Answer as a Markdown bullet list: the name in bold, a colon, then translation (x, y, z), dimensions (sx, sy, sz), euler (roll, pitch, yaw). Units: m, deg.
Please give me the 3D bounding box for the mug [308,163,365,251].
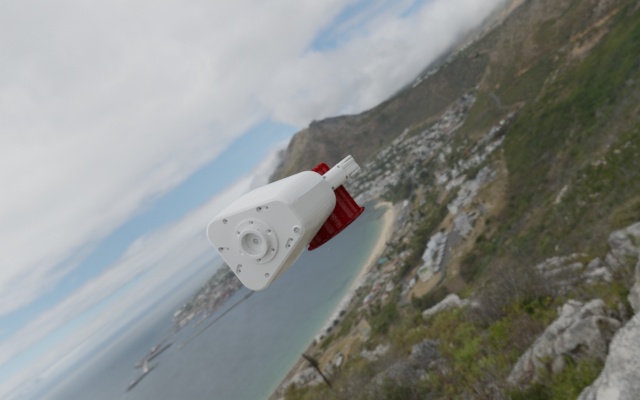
- **mug**: translation (0.000, 0.001, 0.632), dimensions (0.093, 0.081, 0.117), euler (-36, 3, 23)
